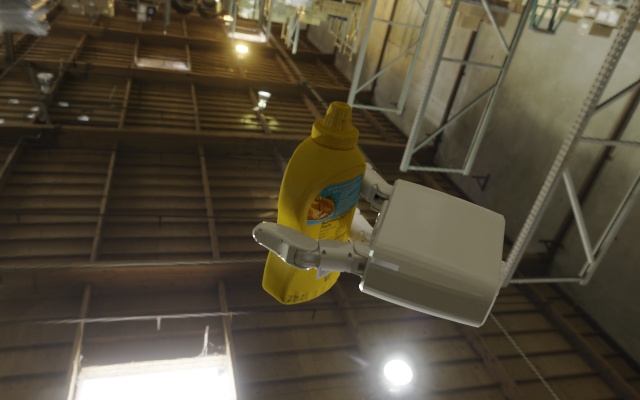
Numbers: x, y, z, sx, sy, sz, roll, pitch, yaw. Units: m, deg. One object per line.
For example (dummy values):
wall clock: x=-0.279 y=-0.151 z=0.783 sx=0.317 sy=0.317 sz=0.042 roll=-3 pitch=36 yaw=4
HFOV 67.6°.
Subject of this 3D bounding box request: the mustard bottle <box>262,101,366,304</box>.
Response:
mustard bottle: x=0.000 y=0.002 z=0.450 sx=0.058 sy=0.192 sz=0.096 roll=31 pitch=33 yaw=31
